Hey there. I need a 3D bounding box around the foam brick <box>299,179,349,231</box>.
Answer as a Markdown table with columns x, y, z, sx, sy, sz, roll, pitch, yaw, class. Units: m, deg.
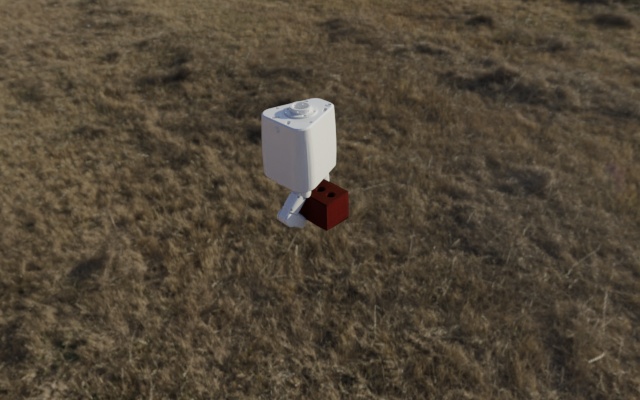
| x | y | z | sx | sy | sz | roll | pitch | yaw | class |
| --- | --- | --- | --- | --- | --- | --- | --- | --- | --- |
| 0.000 | 0.003 | 0.763 | 0.078 | 0.051 | 0.053 | 28 | 44 | 34 | foam brick |
